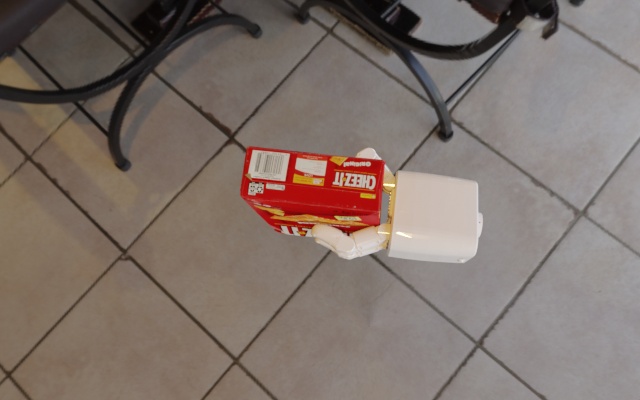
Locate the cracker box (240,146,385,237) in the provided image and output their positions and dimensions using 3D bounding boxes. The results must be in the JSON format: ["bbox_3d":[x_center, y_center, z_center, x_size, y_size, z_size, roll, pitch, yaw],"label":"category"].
[{"bbox_3d":[0.000,0.002,0.639,0.164,0.072,0.214,6,-14,7],"label":"cracker box"}]
